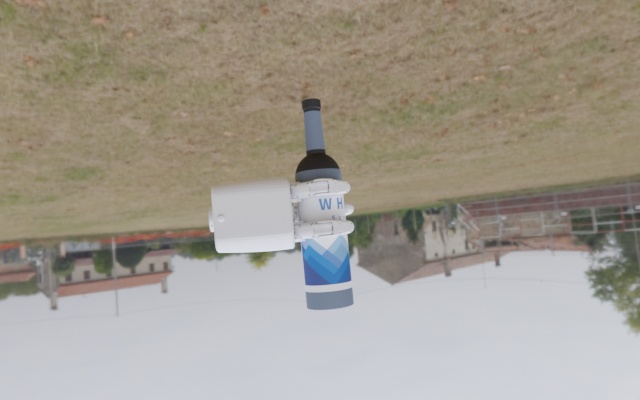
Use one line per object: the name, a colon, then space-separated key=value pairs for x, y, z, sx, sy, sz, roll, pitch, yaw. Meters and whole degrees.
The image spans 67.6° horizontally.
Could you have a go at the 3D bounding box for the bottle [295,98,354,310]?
bottle: x=0.000 y=0.002 z=0.681 sx=0.069 sy=0.295 sz=0.069 roll=-5 pitch=-4 yaw=0
